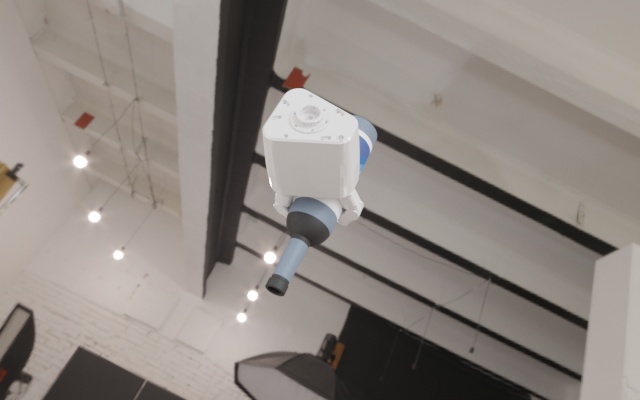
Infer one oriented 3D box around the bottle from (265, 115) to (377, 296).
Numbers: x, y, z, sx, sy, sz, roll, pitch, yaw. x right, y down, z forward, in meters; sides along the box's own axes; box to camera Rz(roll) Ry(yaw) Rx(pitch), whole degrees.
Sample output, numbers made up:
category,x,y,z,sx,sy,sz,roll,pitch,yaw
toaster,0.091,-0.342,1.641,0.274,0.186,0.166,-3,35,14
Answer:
category,x,y,z,sx,sy,sz,roll,pitch,yaw
bottle,0.000,0.002,0.678,0.069,0.295,0.069,20,-32,13
